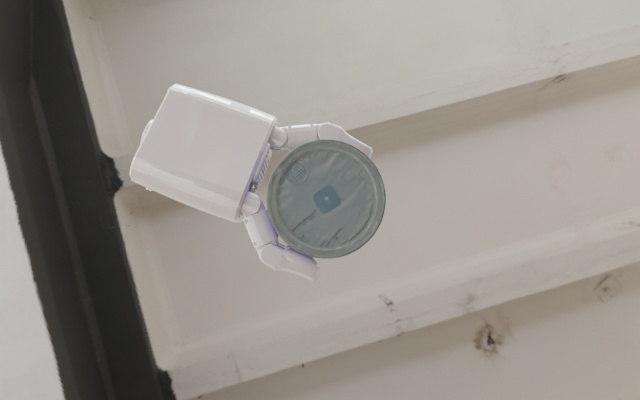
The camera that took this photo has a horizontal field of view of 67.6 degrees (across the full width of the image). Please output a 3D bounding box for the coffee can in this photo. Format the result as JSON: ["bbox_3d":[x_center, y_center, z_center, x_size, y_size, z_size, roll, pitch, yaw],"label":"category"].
[{"bbox_3d":[0.000,0.002,0.476,0.103,0.103,0.140,0,-3,-4],"label":"coffee can"}]
